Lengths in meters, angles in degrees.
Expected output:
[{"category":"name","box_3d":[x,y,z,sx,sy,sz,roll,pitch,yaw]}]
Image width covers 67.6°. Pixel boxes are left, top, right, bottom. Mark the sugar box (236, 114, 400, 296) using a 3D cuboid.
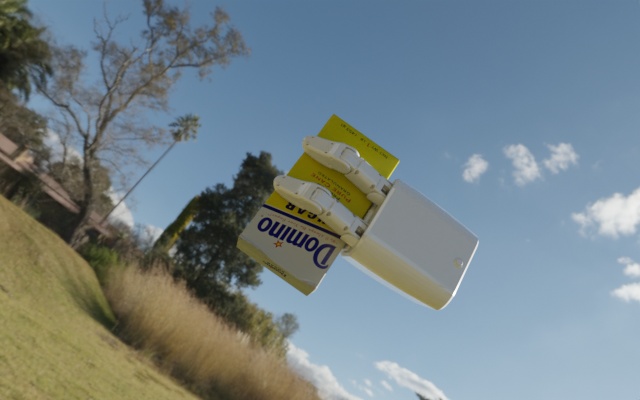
[{"category":"sugar box","box_3d":[0.000,0.001,0.506,0.093,0.176,0.048,34,-25,0]}]
